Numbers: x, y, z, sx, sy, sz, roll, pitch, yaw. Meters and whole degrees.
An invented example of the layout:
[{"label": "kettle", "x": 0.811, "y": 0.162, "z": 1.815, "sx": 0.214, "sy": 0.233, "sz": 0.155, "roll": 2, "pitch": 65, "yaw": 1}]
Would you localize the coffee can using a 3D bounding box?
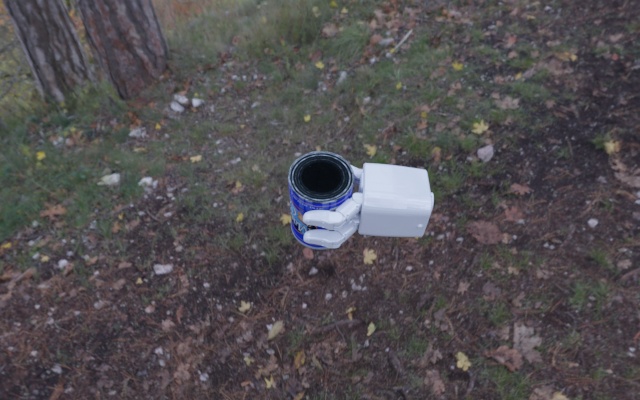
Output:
[{"label": "coffee can", "x": 0.000, "y": 0.003, "z": 0.790, "sx": 0.103, "sy": 0.102, "sz": 0.140, "roll": 0, "pitch": -36, "yaw": -1}]
